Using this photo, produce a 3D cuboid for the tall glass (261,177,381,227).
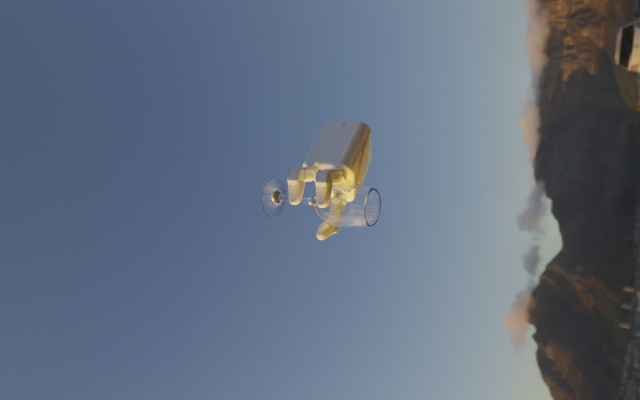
[{"bbox_3d":[0.000,0.003,0.822,0.201,0.079,0.079,6,3,31],"label":"tall glass"}]
